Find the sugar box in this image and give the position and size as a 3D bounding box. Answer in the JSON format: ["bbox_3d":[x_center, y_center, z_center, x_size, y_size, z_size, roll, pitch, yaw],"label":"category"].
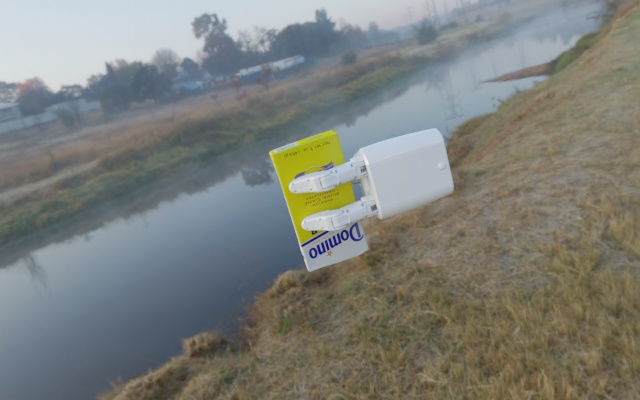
[{"bbox_3d":[0.000,0.002,0.658,0.093,0.176,0.048,-19,15,-5],"label":"sugar box"}]
